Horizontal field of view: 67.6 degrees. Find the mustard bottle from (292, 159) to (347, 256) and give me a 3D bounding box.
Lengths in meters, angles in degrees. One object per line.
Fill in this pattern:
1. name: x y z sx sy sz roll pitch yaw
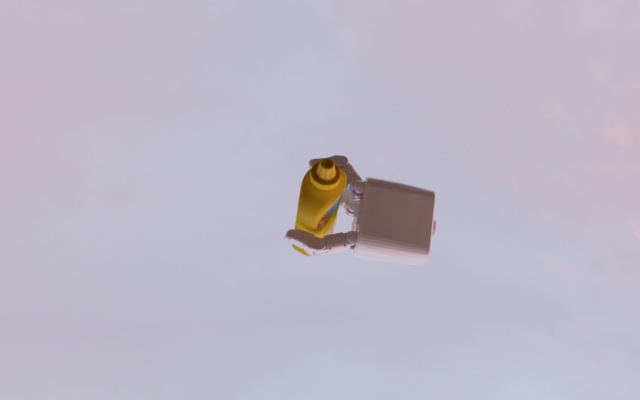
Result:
1. mustard bottle: 0.000 0.002 0.695 0.058 0.096 0.192 30 -30 11
